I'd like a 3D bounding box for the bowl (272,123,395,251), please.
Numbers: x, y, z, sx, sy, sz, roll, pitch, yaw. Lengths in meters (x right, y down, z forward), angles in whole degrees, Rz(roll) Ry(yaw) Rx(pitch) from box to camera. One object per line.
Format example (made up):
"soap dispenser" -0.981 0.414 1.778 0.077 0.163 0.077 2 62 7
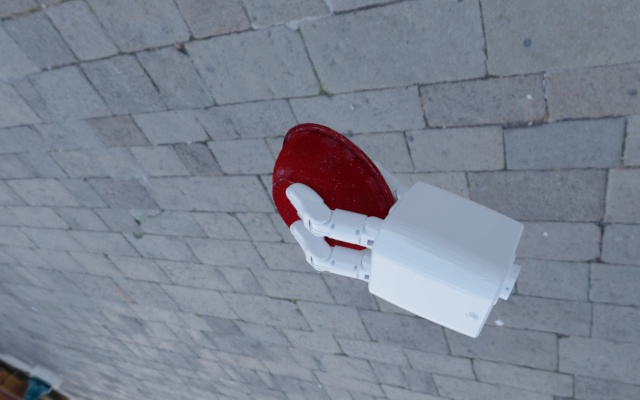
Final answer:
"bowl" -0.001 0.001 0.505 0.055 0.162 0.162 -40 22 -29
